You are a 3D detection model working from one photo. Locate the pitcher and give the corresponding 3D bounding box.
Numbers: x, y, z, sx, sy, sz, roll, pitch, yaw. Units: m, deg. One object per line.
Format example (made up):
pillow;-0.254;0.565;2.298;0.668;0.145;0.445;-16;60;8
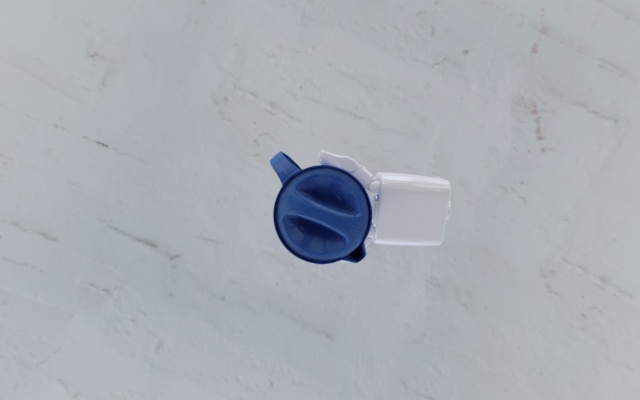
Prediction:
pitcher;0.000;0.003;0.747;0.145;0.149;0.243;3;5;1
